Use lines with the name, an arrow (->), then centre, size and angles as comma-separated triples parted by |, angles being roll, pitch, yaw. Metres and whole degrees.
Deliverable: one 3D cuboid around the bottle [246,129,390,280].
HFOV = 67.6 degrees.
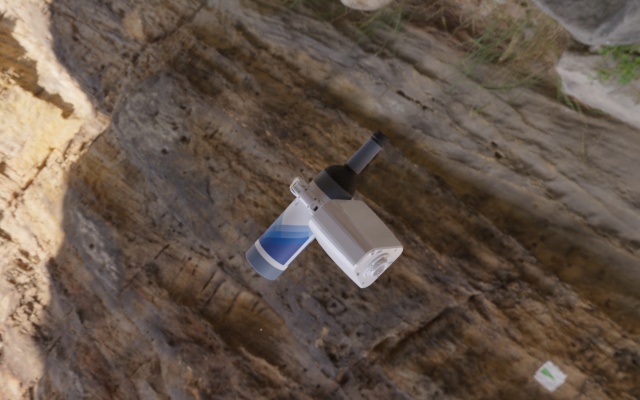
bottle -> 0.000, 0.003, 0.774 | 0.069, 0.296, 0.069 | 42, 8, -7
